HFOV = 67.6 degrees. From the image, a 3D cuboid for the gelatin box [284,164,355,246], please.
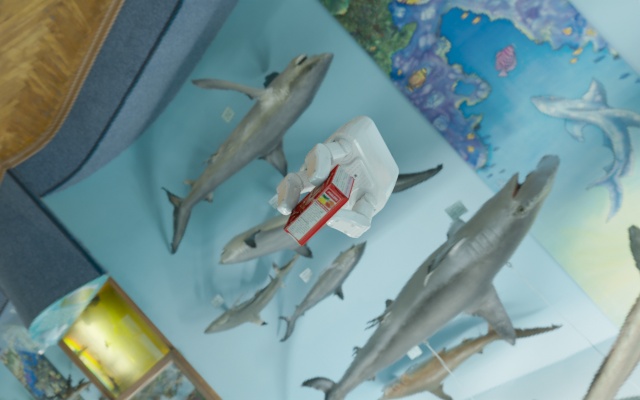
[{"bbox_3d":[0.000,0.002,0.526,0.073,0.030,0.089,-44,7,18],"label":"gelatin box"}]
